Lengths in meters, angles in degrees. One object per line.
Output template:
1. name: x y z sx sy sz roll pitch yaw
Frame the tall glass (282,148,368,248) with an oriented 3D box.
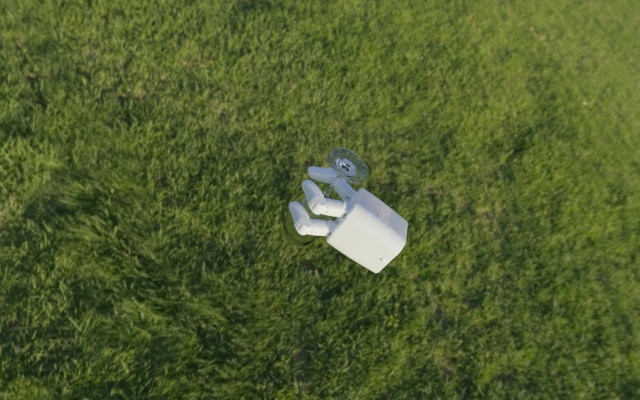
1. tall glass: 0.000 0.002 0.834 0.079 0.079 0.201 0 -37 -35
